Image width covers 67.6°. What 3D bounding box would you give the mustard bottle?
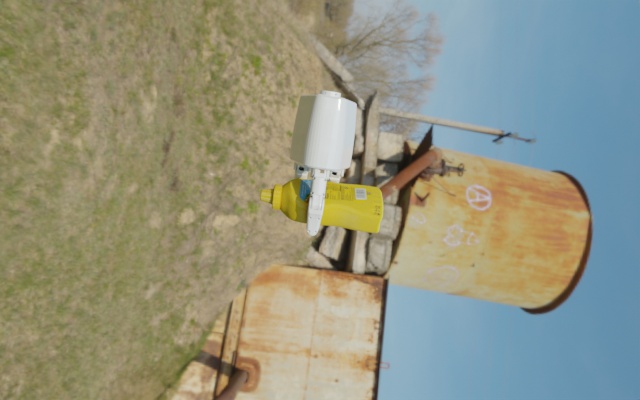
[{"bbox_3d":[0.000,0.003,0.762,0.191,0.058,0.096,7,33,-3],"label":"mustard bottle"}]
